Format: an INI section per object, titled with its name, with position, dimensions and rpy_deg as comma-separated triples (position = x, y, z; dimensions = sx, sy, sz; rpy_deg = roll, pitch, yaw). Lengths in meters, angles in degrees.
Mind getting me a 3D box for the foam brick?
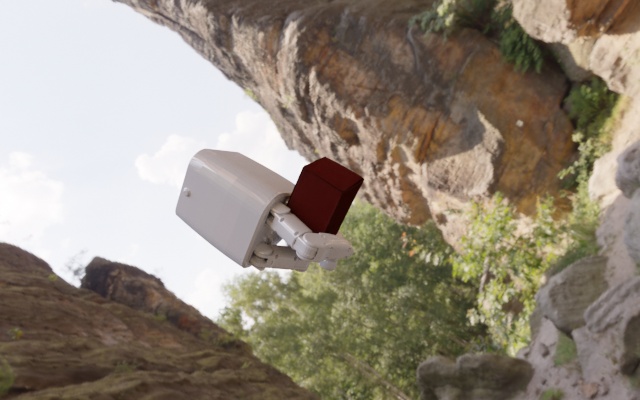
[foam brick]
position = 0.000, 0.001, 0.502
dimensions = 0.051, 0.078, 0.053
rpy_deg = 34, 29, 16
